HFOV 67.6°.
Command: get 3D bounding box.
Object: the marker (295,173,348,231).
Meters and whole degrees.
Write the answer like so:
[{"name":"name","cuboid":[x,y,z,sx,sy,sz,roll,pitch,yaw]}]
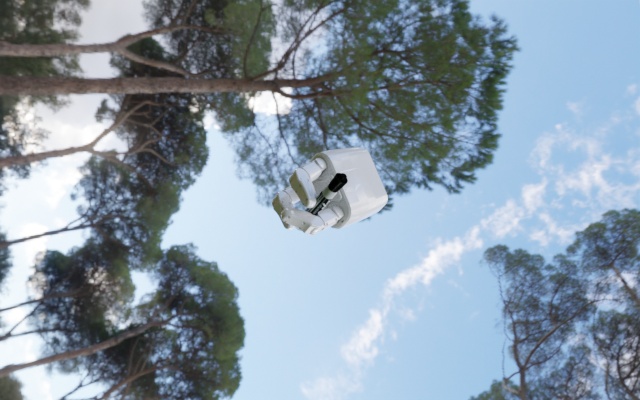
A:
[{"name":"marker","cuboid":[0.000,0.002,0.661,0.020,0.020,0.121,0,-36,-39]}]
